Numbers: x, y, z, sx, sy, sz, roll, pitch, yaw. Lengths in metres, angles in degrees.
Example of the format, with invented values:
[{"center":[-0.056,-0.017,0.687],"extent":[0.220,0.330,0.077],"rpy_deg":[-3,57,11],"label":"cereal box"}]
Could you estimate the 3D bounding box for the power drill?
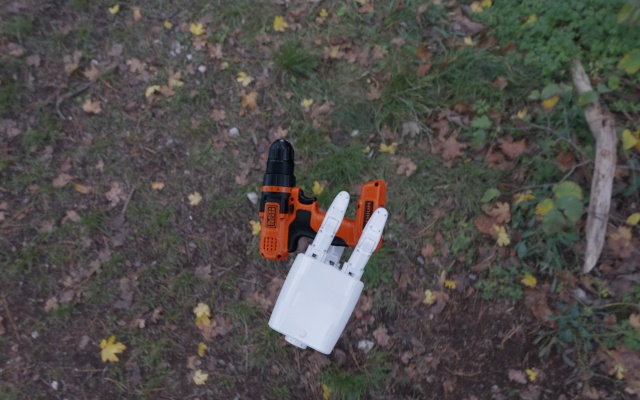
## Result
[{"center":[0.001,0.003,0.708],"extent":[0.187,0.184,0.057],"rpy_deg":[4,0,18],"label":"power drill"}]
